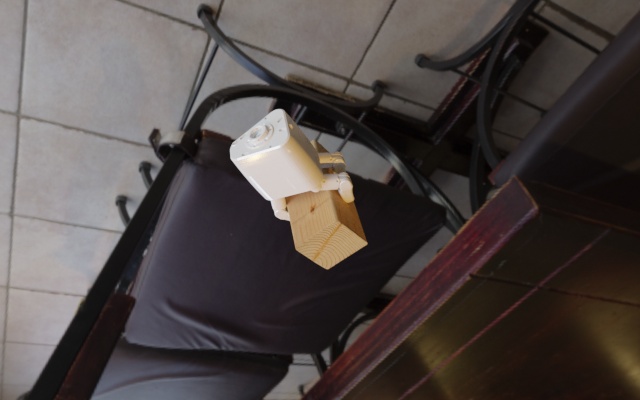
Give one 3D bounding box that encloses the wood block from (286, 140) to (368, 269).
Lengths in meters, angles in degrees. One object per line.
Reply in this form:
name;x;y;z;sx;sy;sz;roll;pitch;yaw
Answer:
wood block;0.000;0.003;0.845;0.091;0.206;0.090;-35;-47;20
